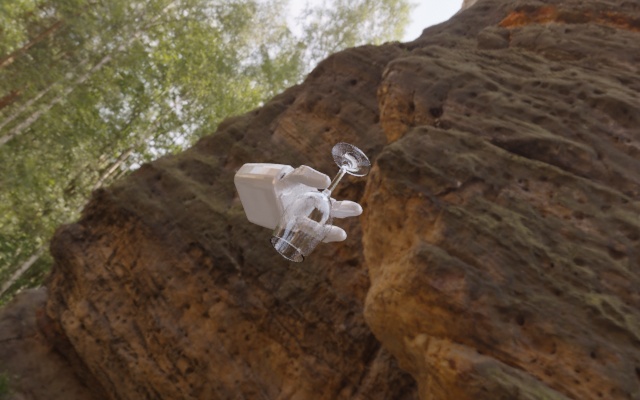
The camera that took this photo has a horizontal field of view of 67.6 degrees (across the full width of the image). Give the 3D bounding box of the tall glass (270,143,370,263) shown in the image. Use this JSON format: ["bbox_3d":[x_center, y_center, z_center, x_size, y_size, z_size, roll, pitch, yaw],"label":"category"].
[{"bbox_3d":[0.001,0.002,0.760,0.079,0.201,0.079,26,-29,16],"label":"tall glass"}]
